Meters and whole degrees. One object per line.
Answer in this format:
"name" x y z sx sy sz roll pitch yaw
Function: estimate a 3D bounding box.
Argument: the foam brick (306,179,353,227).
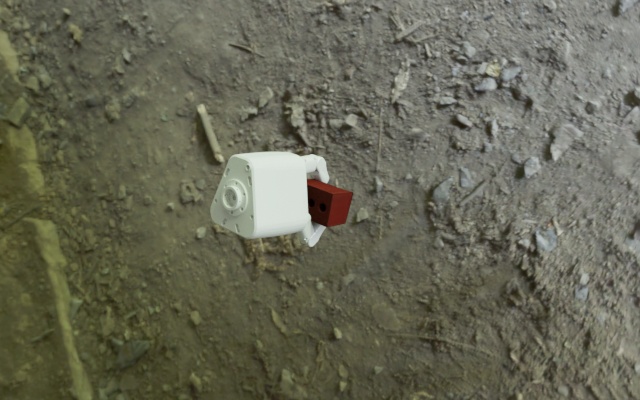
"foam brick" 0.000 0.002 0.729 0.078 0.053 0.051 21 16 34
